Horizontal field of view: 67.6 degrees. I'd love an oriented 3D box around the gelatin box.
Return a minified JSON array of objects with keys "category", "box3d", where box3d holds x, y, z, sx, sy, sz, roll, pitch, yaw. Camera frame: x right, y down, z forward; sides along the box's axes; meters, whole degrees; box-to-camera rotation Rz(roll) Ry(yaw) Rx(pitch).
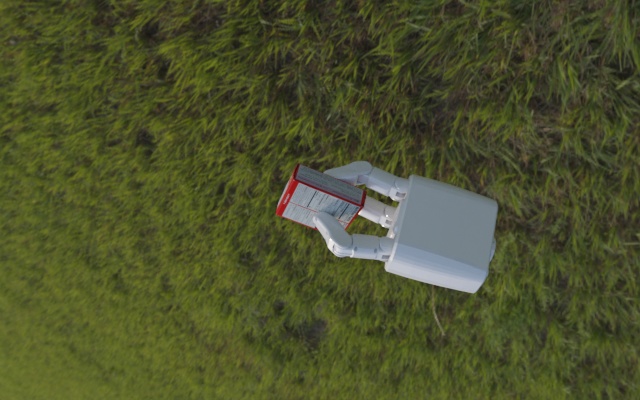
[{"category":"gelatin box","box3d":[0.000,0.002,0.567,0.089,0.030,0.073,21,-40,-9]}]
